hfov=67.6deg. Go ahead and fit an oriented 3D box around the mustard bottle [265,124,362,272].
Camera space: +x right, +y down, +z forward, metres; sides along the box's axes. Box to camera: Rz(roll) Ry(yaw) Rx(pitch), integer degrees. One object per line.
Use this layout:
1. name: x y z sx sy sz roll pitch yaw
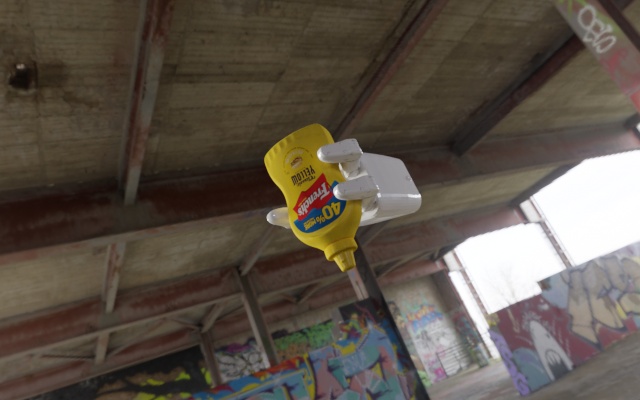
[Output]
1. mustard bottle: 0.000 0.002 0.620 0.096 0.191 0.058 -30 -22 16
